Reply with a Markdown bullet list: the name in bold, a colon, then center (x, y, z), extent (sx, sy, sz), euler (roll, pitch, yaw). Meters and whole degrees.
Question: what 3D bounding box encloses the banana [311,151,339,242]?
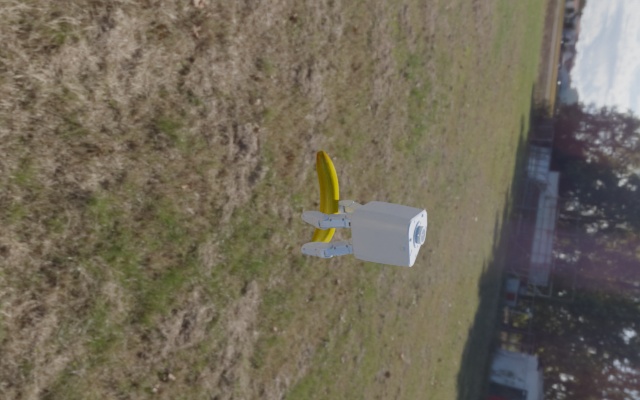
- **banana**: center (0.009, 0.005, 0.908), extent (0.037, 0.198, 0.069), euler (10, 8, 29)
